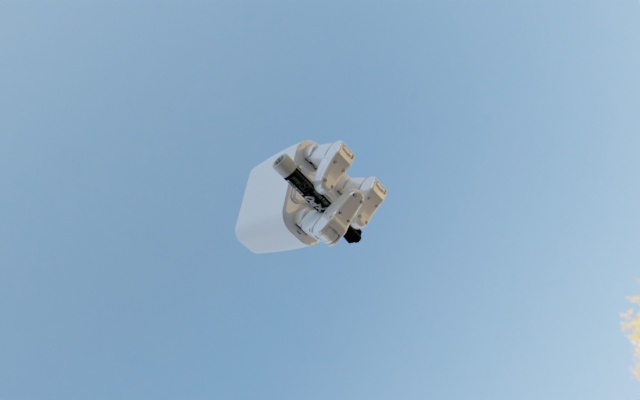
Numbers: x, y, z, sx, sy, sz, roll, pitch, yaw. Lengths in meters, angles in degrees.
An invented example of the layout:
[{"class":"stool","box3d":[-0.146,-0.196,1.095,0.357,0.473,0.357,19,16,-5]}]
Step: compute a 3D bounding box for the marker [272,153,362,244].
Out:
[{"class":"marker","box3d":[0.000,0.002,0.472,0.121,0.020,0.020,45,-22,-23]}]
